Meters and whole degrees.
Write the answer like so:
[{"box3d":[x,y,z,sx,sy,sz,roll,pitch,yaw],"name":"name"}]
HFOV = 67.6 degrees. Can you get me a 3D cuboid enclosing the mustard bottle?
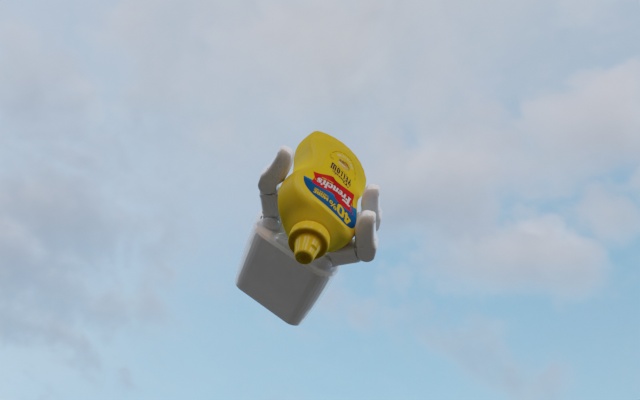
[{"box3d":[0.000,0.001,0.526,0.058,0.096,0.191,-35,20,30],"name":"mustard bottle"}]
